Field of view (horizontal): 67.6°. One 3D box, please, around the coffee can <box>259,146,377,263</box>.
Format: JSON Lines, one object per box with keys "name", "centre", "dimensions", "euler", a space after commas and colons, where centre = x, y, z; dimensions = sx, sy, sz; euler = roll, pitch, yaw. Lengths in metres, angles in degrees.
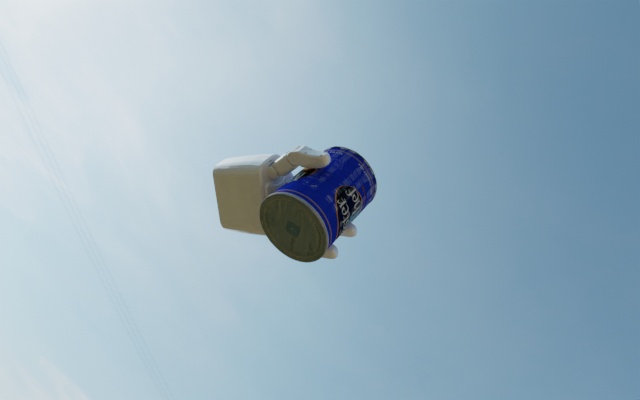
{"name": "coffee can", "centre": [0.000, 0.002, 0.648], "dimensions": [0.103, 0.103, 0.140], "euler": [0, 30, 37]}
